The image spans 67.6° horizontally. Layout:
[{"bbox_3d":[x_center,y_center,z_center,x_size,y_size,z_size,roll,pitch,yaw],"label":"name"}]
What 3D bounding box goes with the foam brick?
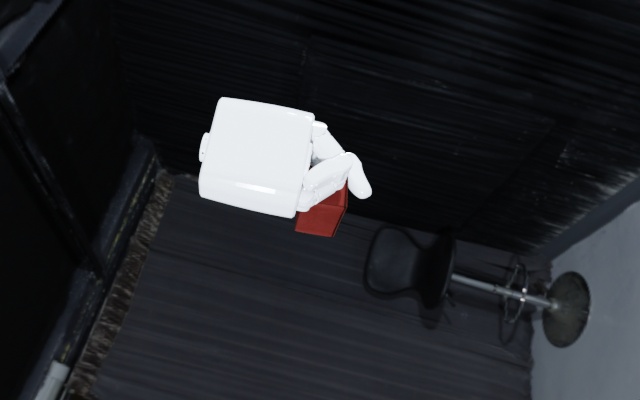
[{"bbox_3d":[0.000,0.002,0.585,0.051,0.053,0.078,8,-33,-7],"label":"foam brick"}]
